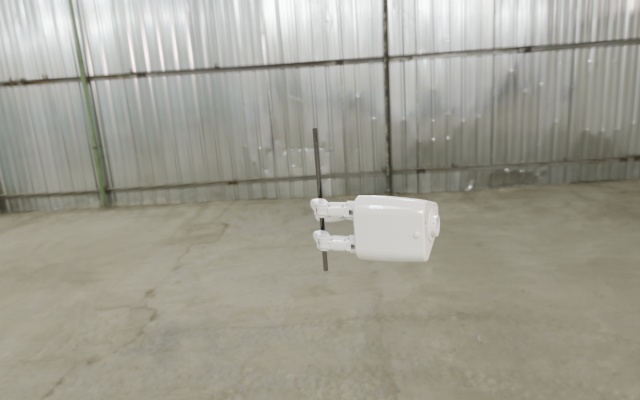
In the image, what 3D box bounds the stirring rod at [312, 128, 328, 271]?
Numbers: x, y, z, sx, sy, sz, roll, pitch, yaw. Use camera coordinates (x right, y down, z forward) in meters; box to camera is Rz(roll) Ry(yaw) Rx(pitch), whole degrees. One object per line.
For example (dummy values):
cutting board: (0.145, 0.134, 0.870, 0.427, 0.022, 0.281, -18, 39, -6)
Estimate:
stirring rod: (0.000, 0.003, 0.784, 0.011, 0.239, 0.011, -4, 14, 1)
